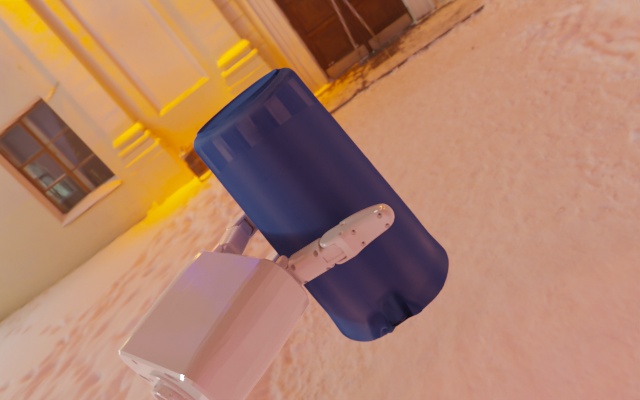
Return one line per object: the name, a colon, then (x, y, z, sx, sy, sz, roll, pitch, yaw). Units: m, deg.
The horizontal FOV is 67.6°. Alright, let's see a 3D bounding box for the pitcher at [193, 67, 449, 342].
pitcher: (0.000, 0.002, 0.452, 0.149, 0.243, 0.145, -14, 31, 49)
